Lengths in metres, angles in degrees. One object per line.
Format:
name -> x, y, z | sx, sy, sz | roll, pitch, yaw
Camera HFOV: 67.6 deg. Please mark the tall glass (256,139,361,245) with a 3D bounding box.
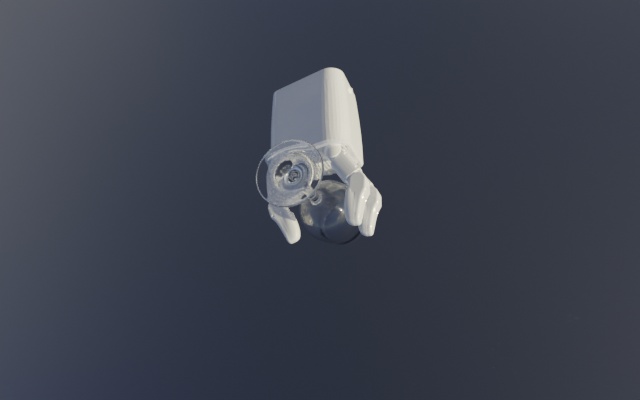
tall glass -> 0.000, 0.002, 0.574 | 0.079, 0.079, 0.201 | 0, -18, 20
